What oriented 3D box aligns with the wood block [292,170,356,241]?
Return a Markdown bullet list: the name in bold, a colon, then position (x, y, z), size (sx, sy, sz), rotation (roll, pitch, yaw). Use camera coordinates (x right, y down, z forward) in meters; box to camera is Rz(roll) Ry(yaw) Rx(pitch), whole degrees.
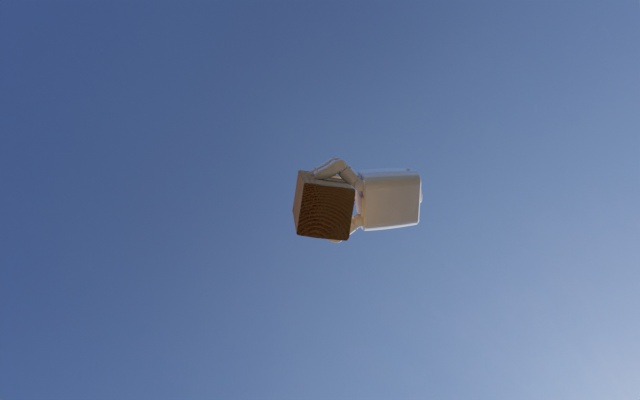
- **wood block**: position (0.000, 0.003, 0.882), size (0.090, 0.091, 0.206), rotation (7, 8, -6)
